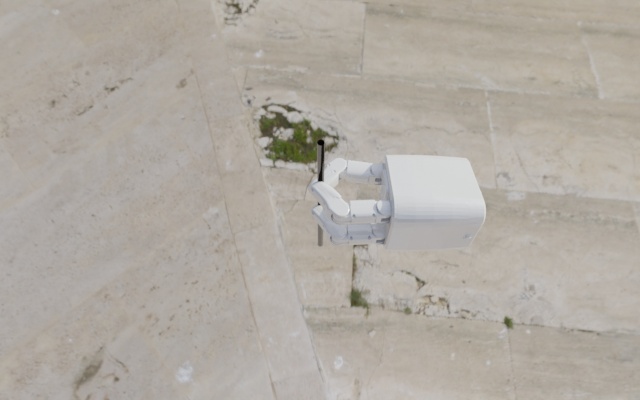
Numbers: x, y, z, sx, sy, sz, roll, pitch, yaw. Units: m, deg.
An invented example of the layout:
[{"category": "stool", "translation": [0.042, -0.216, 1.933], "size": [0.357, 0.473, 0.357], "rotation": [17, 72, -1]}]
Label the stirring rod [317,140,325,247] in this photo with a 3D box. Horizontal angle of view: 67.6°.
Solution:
[{"category": "stirring rod", "translation": [0.000, 0.002, 0.601], "size": [0.011, 0.011, 0.240], "rotation": [0, -31, 0]}]
